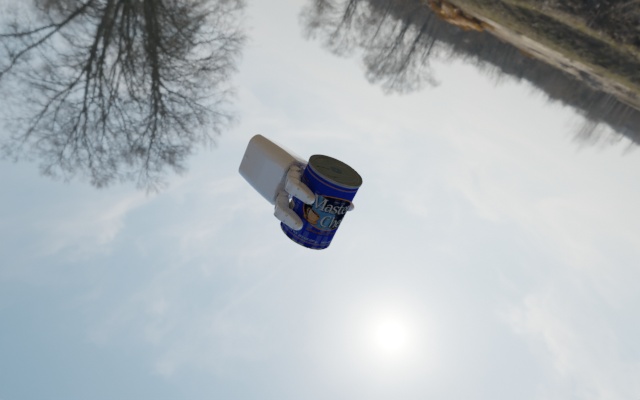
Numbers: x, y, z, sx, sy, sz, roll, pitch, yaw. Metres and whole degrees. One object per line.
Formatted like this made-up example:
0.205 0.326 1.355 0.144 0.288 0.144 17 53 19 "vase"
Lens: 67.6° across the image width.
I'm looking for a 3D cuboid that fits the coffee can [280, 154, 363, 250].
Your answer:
0.000 0.003 0.857 0.103 0.140 0.102 21 25 -10 "coffee can"
